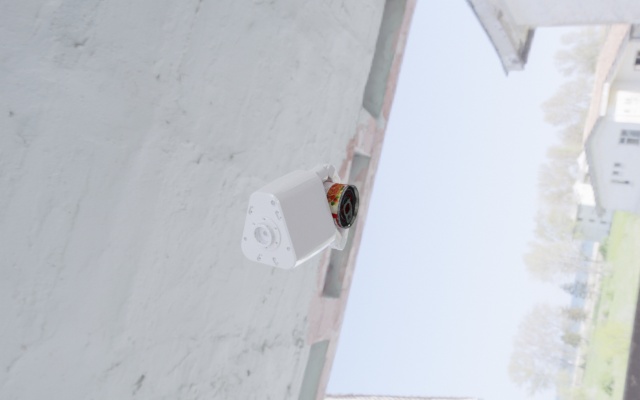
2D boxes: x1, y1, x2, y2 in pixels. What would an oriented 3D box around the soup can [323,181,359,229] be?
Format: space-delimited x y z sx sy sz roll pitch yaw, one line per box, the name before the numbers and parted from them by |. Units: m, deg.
soup can | 0.000 0.002 0.742 0.102 0.068 0.068 10 5 29
